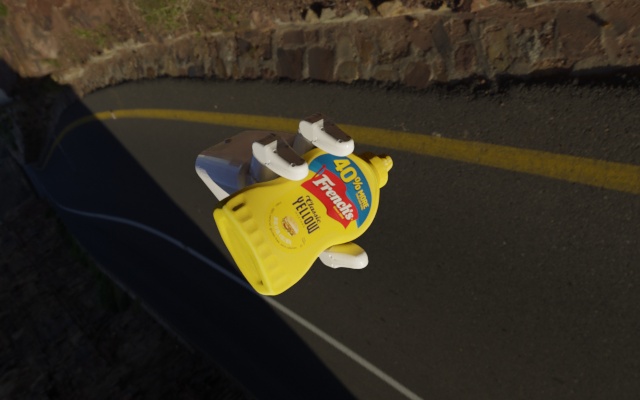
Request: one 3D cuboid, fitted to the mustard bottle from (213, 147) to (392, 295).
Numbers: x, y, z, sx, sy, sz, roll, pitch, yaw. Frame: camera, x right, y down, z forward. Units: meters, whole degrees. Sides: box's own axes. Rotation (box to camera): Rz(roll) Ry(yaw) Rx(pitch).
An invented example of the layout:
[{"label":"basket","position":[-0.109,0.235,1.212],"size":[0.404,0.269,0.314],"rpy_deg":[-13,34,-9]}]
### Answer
[{"label":"mustard bottle","position":[0.000,0.002,0.461],"size":[0.191,0.096,0.058],"rpy_deg":[-32,6,-30]}]
